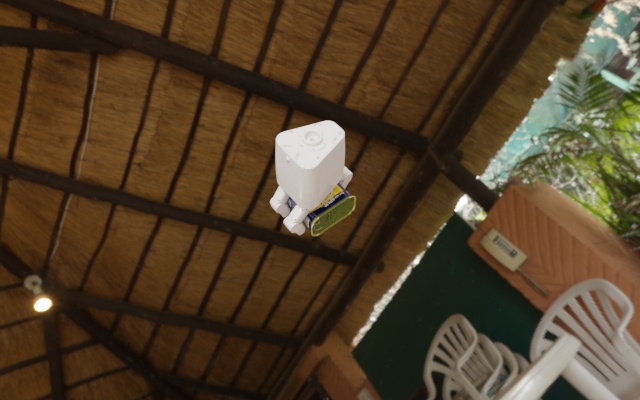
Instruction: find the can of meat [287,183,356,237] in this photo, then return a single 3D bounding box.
[{"bbox_3d":[0.000,0.003,0.878,0.102,0.084,0.057,-33,-29,-19],"label":"can of meat"}]
